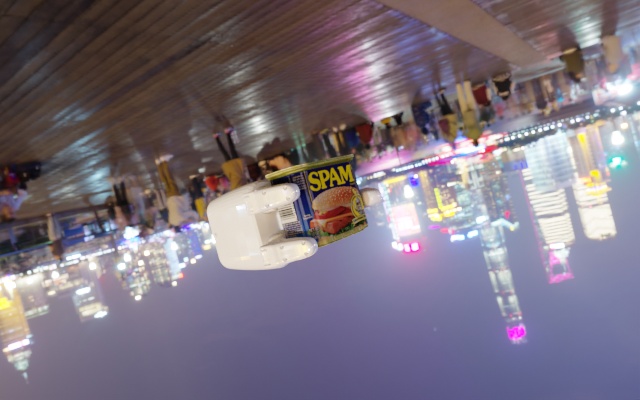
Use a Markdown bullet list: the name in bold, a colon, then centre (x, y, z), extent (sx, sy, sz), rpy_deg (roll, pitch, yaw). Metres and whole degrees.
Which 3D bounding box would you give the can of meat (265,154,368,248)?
- **can of meat**: centre (0.000, 0.002, 0.508), extent (0.057, 0.084, 0.102), rpy_deg (-14, 2, 44)
